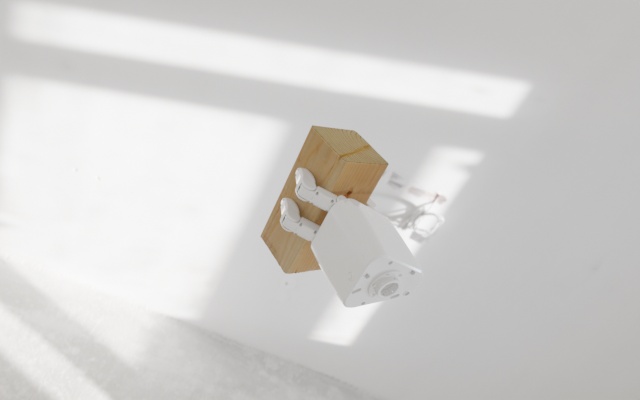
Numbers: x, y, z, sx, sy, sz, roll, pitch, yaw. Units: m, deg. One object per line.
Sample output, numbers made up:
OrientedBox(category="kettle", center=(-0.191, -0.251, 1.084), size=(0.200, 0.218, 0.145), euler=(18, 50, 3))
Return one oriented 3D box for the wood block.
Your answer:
OrientedBox(category="wood block", center=(0.001, 0.002, 0.714), size=(0.091, 0.206, 0.090), euler=(0, 39, -41))
